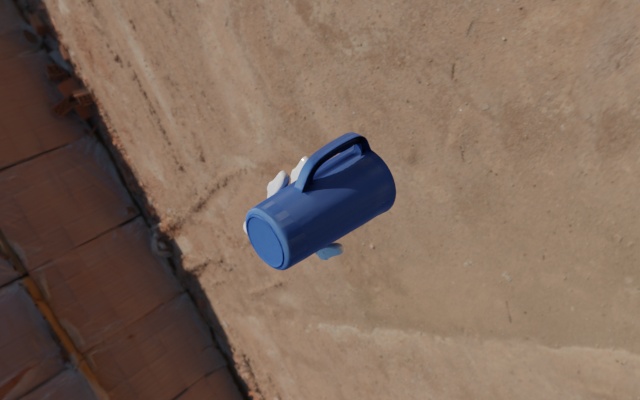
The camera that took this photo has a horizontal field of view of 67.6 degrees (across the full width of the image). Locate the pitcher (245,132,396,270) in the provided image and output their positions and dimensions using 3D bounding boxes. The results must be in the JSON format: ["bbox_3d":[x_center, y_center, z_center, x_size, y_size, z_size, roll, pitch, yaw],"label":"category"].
[{"bbox_3d":[0.000,0.003,0.783,0.242,0.149,0.145,-31,0,-34],"label":"pitcher"}]
